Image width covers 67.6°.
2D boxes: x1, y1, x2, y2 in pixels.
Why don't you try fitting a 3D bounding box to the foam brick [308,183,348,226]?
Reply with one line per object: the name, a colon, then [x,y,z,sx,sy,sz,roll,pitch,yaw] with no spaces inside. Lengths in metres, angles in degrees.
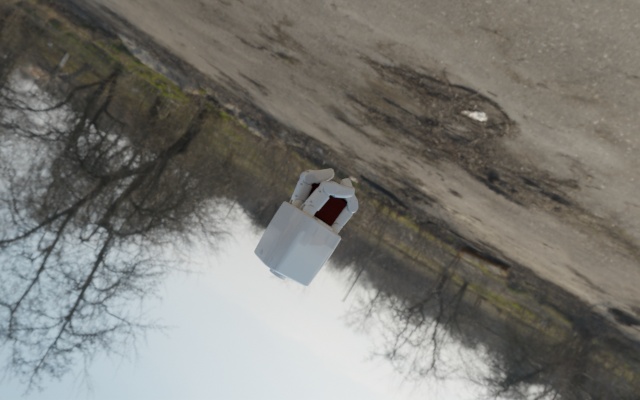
foam brick: [0.000,0.003,0.840,0.053,0.051,0.078,37,-4,-24]
